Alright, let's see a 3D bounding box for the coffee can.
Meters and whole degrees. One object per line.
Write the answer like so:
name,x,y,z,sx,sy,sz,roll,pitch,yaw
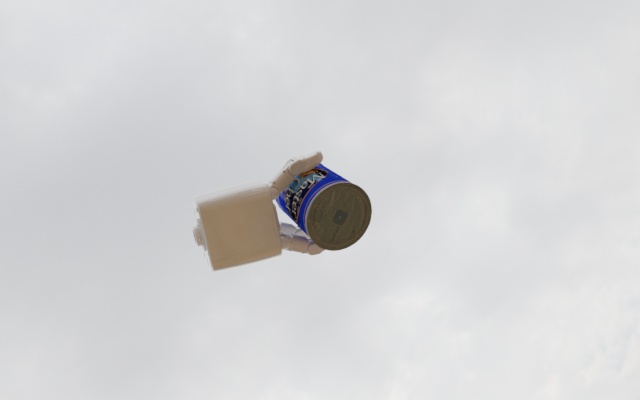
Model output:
coffee can,0.000,0.002,0.729,0.103,0.103,0.140,0,18,-25
